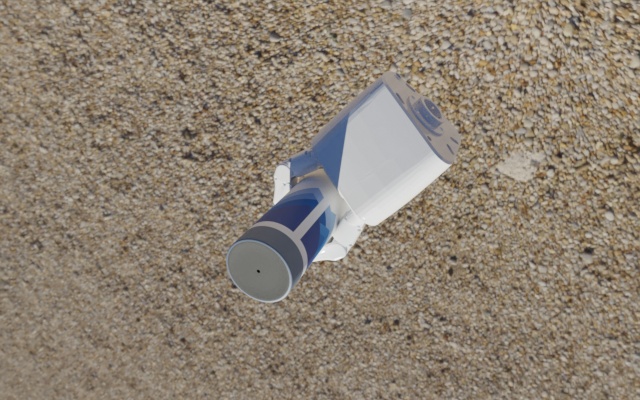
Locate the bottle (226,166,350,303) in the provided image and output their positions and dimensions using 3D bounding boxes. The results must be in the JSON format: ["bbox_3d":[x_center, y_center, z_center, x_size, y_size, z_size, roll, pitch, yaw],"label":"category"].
[{"bbox_3d":[0.000,0.002,0.542,0.069,0.069,0.295,0,25,24],"label":"bottle"}]
